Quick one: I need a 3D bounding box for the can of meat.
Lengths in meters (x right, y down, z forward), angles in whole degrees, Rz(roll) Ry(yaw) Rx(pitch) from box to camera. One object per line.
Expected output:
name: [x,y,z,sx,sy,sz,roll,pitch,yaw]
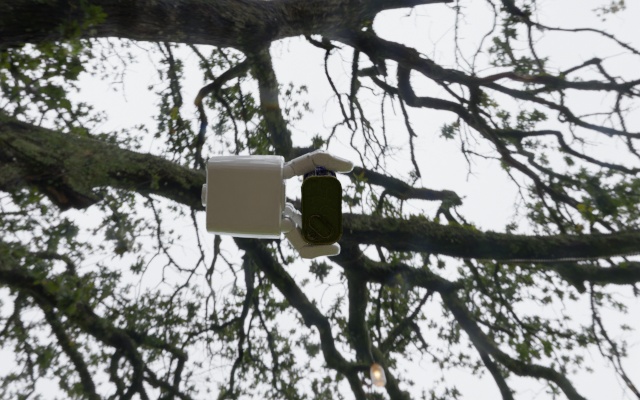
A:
can of meat: [0.000,0.002,0.699,0.057,0.102,0.084,-2,18,-2]
